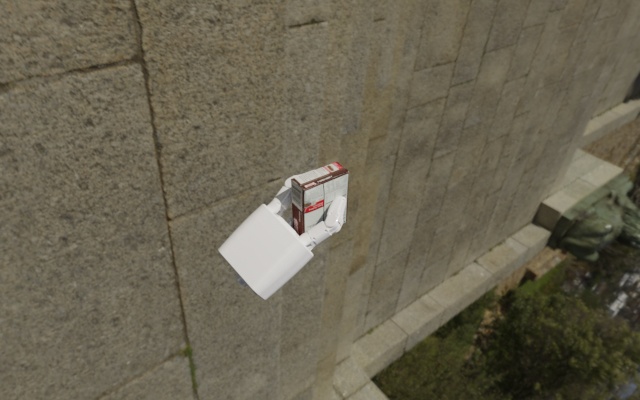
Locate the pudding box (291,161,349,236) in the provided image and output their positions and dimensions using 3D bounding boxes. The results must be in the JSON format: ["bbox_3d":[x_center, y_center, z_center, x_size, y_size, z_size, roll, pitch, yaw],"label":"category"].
[{"bbox_3d":[0.000,0.003,0.779,0.090,0.114,0.039,-23,46,-26],"label":"pudding box"}]
